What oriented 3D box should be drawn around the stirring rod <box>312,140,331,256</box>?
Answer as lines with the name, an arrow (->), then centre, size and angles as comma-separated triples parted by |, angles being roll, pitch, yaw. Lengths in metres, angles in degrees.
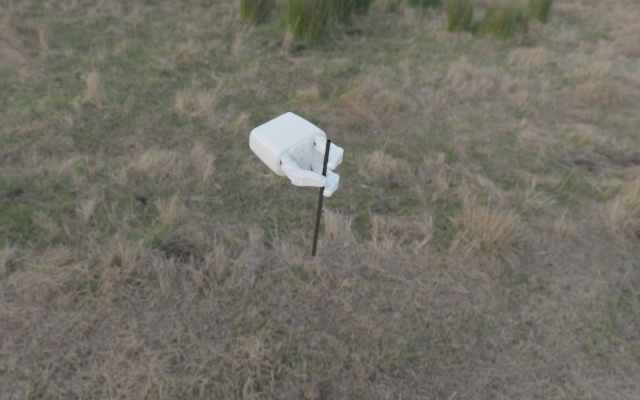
stirring rod -> 0.000, 0.003, 0.850 | 0.011, 0.240, 0.011 | 5, 32, -3
